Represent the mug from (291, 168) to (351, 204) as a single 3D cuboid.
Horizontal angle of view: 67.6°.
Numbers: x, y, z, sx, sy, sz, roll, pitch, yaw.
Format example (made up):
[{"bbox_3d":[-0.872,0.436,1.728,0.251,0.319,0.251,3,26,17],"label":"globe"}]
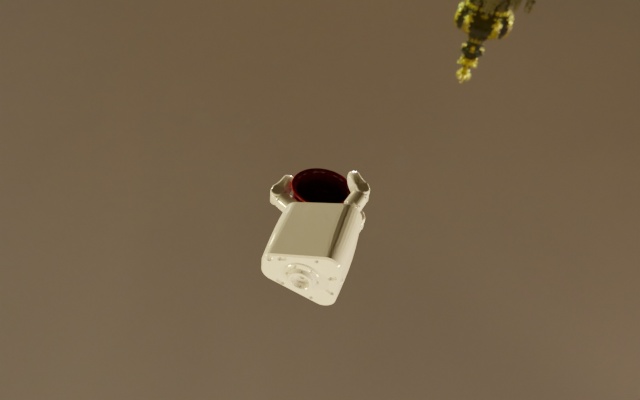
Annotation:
[{"bbox_3d":[0.000,0.002,0.753,0.093,0.082,0.117,18,40,8],"label":"mug"}]
